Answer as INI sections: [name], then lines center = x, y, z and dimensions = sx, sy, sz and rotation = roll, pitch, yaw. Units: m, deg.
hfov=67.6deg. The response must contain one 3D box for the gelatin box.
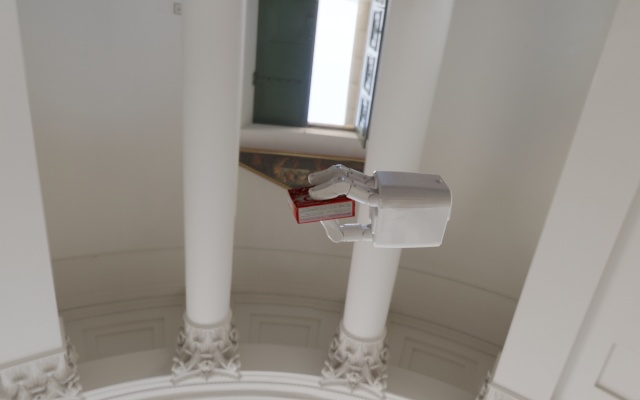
[gelatin box]
center = 0.000, 0.003, 0.718
dimensions = 0.089, 0.030, 0.073
rotation = -8, 24, -12
